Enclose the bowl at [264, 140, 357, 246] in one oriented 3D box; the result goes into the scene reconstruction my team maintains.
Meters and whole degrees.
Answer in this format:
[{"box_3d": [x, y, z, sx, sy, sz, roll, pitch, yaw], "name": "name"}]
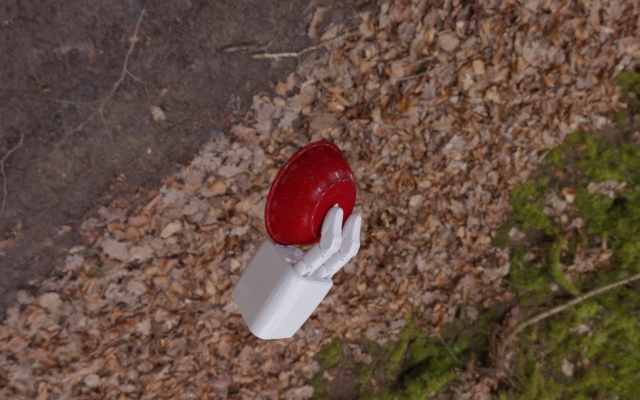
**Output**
[{"box_3d": [0.001, 0.001, 0.657, 0.055, 0.162, 0.162, 29, 17, 33], "name": "bowl"}]
